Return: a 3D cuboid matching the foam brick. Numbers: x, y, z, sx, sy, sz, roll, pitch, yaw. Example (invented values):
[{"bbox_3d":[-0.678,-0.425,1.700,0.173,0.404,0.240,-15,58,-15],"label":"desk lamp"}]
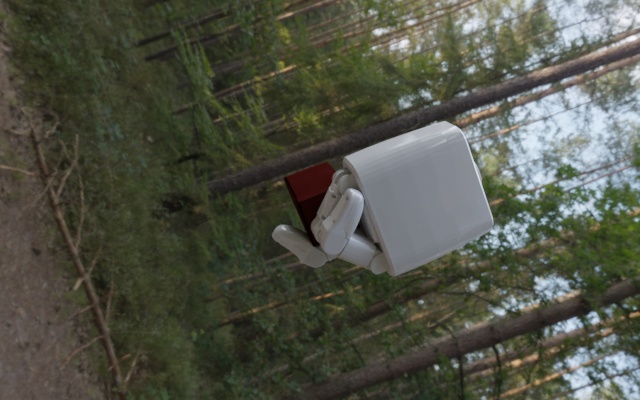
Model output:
[{"bbox_3d":[0.000,0.001,0.492,0.051,0.053,0.078,-23,26,-4],"label":"foam brick"}]
